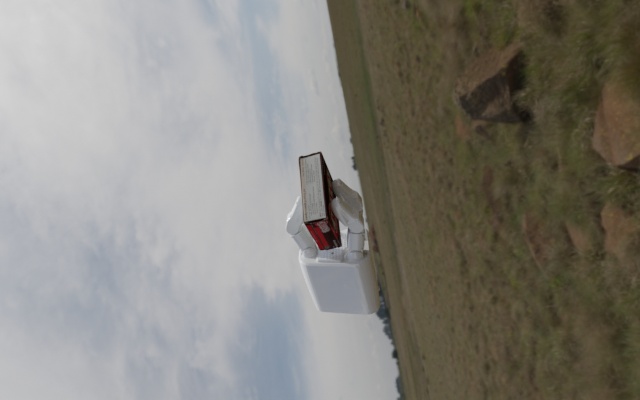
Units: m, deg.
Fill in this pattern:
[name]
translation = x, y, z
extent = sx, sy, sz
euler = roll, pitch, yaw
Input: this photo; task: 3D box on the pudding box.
[pudding box]
translation = 0.000, 0.002, 0.679
extent = 0.039, 0.113, 0.090
euler = -13, -32, 8
